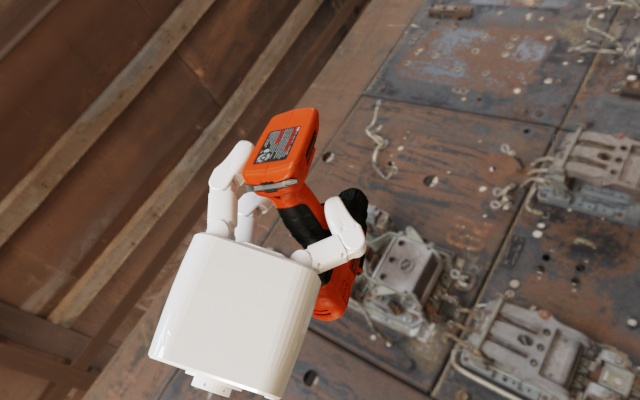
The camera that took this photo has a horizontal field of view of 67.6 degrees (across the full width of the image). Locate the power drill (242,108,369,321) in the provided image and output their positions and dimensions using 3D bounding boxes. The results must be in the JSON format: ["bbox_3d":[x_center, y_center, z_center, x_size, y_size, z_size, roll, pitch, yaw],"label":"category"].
[{"bbox_3d":[0.000,0.001,0.499,0.057,0.188,0.184,-10,38,23],"label":"power drill"}]
